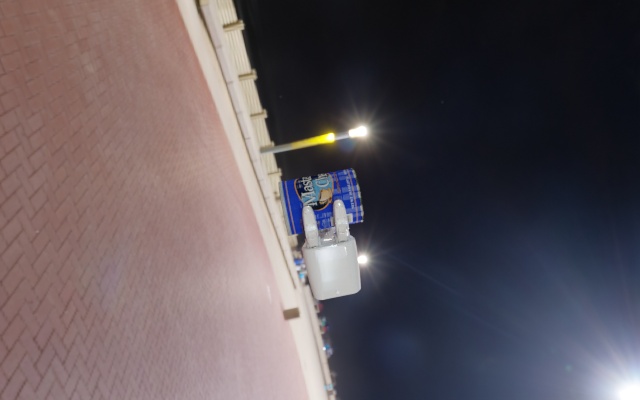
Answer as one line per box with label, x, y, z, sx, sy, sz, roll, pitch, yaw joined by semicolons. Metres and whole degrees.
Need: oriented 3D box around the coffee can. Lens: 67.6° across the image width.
coffee can;0.000;0.003;0.883;0.140;0.103;0.103;-11;0;-2
